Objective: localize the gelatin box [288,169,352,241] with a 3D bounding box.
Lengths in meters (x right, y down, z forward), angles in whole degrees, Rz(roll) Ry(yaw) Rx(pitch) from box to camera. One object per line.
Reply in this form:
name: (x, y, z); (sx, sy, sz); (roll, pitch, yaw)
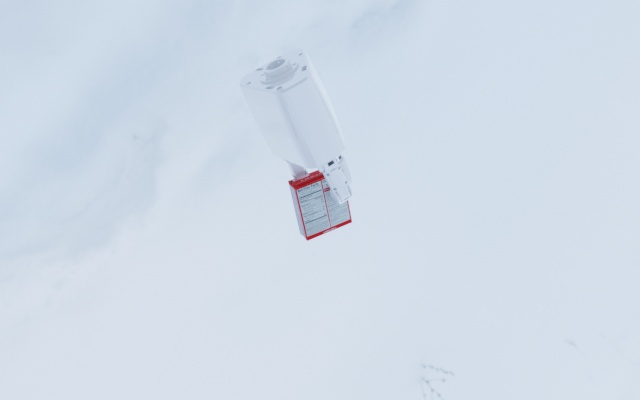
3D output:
gelatin box: (0.000, 0.003, 0.662); (0.073, 0.089, 0.030); (-22, 31, -17)
